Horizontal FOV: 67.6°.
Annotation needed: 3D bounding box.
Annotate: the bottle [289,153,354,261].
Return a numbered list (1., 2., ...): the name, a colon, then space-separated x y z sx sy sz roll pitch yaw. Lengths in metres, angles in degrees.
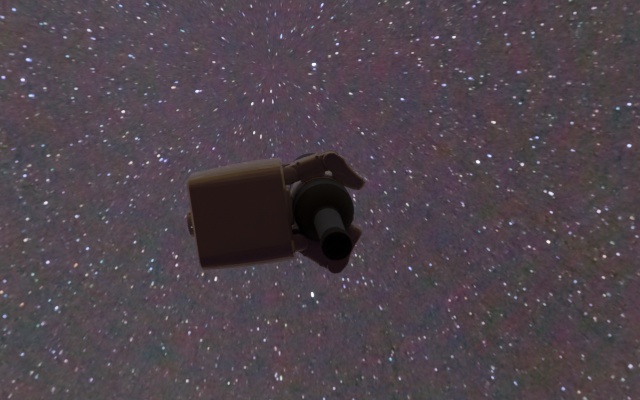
1. bottle: 0.000 0.002 0.558 0.069 0.069 0.295 0 15 -6
